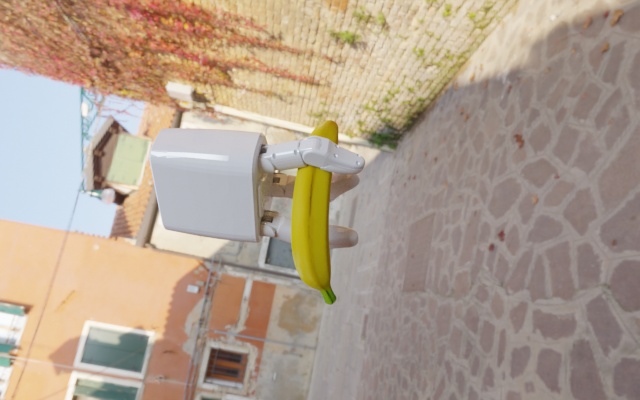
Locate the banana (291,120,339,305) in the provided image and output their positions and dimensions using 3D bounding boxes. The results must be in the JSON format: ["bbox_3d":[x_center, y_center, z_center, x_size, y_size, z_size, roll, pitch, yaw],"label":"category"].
[{"bbox_3d":[-0.004,0.000,0.475,0.037,0.197,0.070,-1,-17,14],"label":"banana"}]
